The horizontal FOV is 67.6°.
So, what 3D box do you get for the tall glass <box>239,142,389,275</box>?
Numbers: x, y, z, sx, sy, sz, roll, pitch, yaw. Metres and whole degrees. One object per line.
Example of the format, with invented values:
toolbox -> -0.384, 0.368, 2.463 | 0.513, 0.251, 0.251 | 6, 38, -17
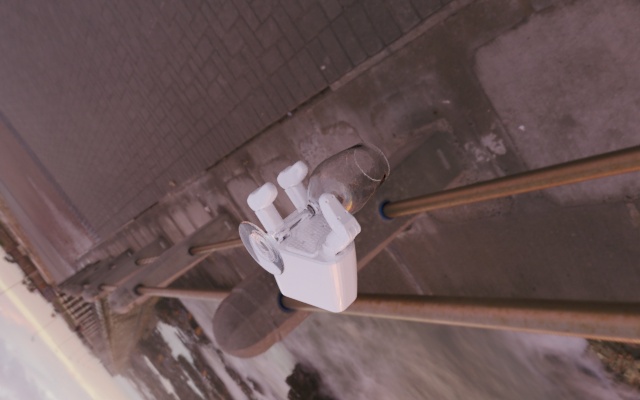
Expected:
tall glass -> 0.000, 0.002, 0.589 | 0.201, 0.079, 0.079 | -38, 21, -30
